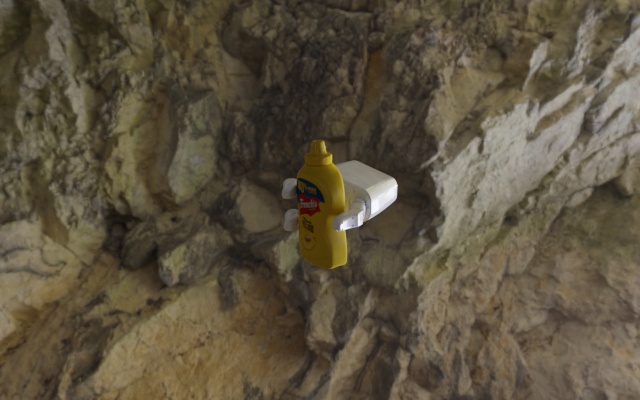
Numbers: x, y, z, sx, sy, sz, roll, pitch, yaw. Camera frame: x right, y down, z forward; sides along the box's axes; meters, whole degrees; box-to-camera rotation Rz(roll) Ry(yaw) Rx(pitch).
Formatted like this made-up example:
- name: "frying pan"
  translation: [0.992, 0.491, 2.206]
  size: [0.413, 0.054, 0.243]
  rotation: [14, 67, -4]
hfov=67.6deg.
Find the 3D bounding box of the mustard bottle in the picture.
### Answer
- name: "mustard bottle"
  translation: [0.000, 0.003, 0.738]
  size: [0.058, 0.192, 0.096]
  rotation: [-12, 21, -29]
